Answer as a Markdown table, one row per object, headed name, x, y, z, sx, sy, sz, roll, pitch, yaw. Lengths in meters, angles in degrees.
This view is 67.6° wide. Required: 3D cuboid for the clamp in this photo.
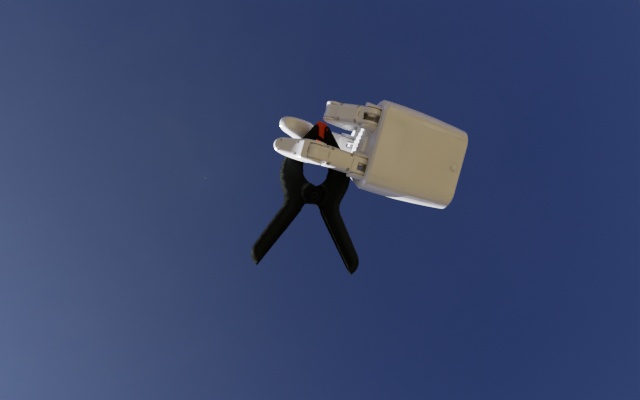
| name | x | y | z | sx | sy | sz | roll | pitch | yaw |
| --- | --- | --- | --- | --- | --- | --- | --- | --- | --- |
| clamp | 0.000 | 0.002 | 0.537 | 0.120 | 0.171 | 0.039 | 16 | -1 | -13 |
